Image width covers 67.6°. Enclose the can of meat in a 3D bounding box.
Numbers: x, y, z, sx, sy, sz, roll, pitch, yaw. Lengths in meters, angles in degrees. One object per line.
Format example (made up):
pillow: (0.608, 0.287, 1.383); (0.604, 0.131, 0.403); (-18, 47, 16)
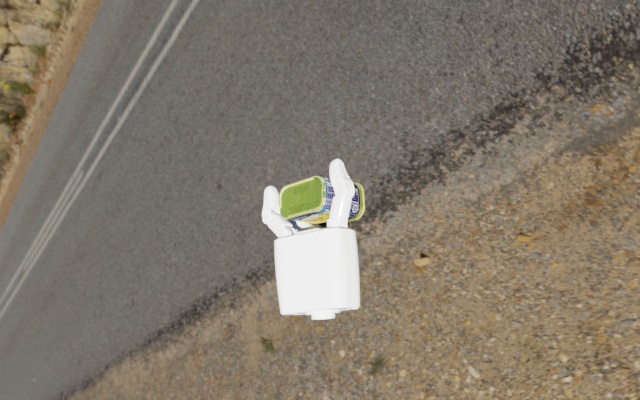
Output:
can of meat: (0.000, 0.002, 0.709); (0.084, 0.057, 0.102); (11, -19, -43)
